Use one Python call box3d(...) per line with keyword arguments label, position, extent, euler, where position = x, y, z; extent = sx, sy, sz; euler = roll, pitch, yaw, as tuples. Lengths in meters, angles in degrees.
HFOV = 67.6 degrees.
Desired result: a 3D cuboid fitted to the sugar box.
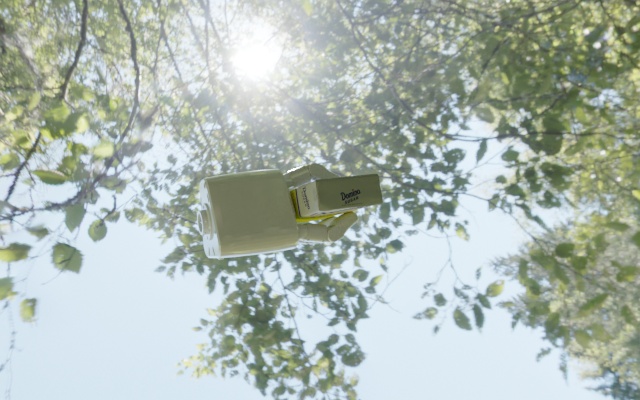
box3d(label="sugar box", position=(0.000, 0.003, 0.664), extent=(0.093, 0.048, 0.176), euler=(-7, -3, -26))
